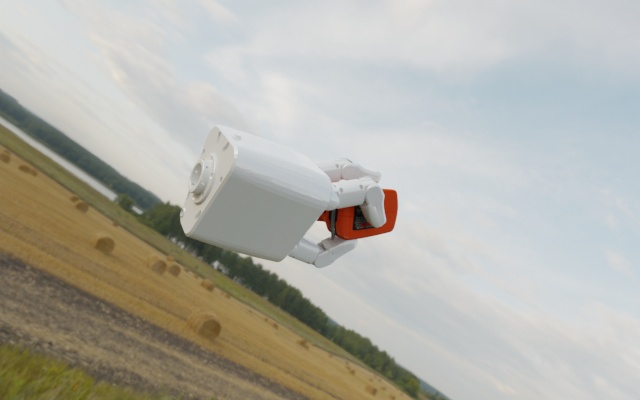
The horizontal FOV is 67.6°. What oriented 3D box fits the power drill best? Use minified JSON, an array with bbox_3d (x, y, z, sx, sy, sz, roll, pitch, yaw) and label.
[{"bbox_3d":[0.000,0.002,0.603,0.187,0.057,0.184,9,10,41],"label":"power drill"}]
